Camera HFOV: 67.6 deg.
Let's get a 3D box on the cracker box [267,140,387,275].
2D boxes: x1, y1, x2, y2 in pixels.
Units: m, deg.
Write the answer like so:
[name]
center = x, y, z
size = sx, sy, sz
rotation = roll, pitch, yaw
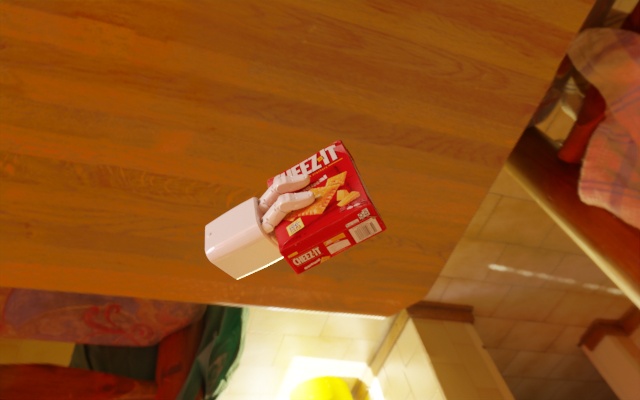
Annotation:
[cracker box]
center = 0.000, 0.003, 0.823
size = 0.164, 0.072, 0.213
rotation = -28, 36, 7
